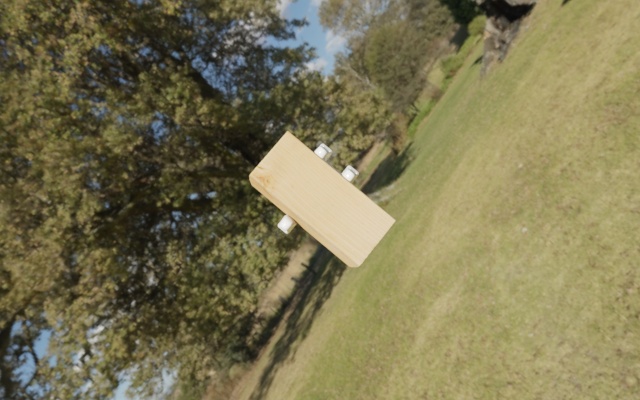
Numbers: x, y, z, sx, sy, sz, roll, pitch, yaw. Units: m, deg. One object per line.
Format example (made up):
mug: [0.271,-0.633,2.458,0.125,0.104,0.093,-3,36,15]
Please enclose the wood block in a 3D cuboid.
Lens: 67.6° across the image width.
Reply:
wood block: [0.000,0.003,0.732,0.206,0.091,0.090,39,-9,1]
